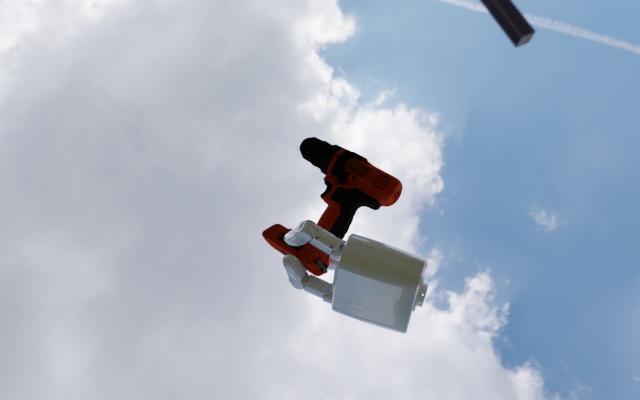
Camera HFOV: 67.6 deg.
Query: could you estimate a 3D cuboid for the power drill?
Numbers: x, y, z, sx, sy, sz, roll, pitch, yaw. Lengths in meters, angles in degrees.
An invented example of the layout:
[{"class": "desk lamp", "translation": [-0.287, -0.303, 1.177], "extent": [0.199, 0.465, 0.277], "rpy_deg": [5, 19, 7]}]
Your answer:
[{"class": "power drill", "translation": [0.000, 0.003, 0.707], "extent": [0.184, 0.187, 0.057], "rpy_deg": [31, -14, 29]}]
